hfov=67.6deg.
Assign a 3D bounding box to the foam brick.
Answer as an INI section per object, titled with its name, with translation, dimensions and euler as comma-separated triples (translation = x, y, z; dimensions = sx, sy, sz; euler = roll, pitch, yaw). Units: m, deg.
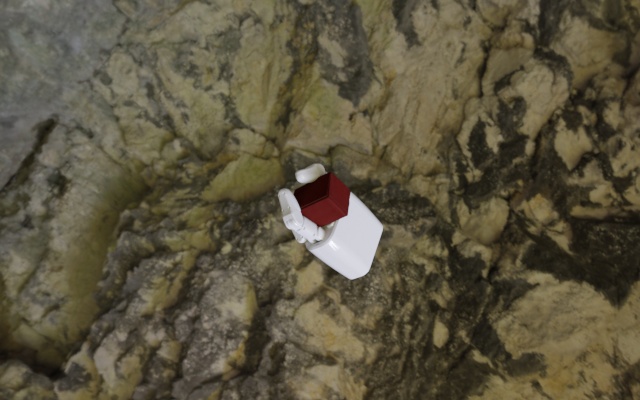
[foam brick]
translation = 0.000, 0.002, 0.727
dimensions = 0.078, 0.053, 0.051
euler = -25, -52, 34
